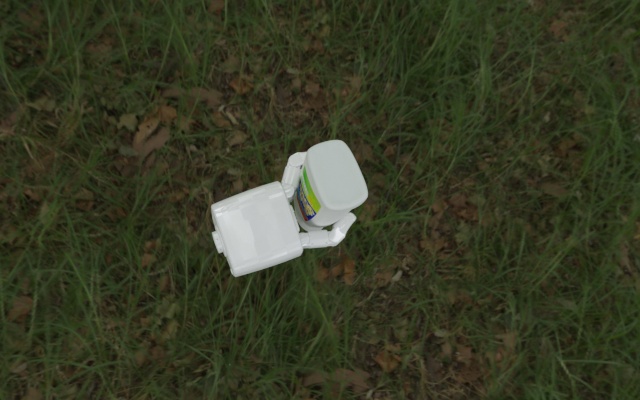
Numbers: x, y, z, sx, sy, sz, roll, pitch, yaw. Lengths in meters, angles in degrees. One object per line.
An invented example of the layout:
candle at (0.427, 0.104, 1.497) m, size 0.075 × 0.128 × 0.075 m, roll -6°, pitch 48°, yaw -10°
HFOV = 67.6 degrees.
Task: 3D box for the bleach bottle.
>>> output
bleach bottle at (0.000, 0.002, 0.742) m, size 0.068 × 0.102 × 0.251 m, roll -17°, pitch -15°, yaw -15°
